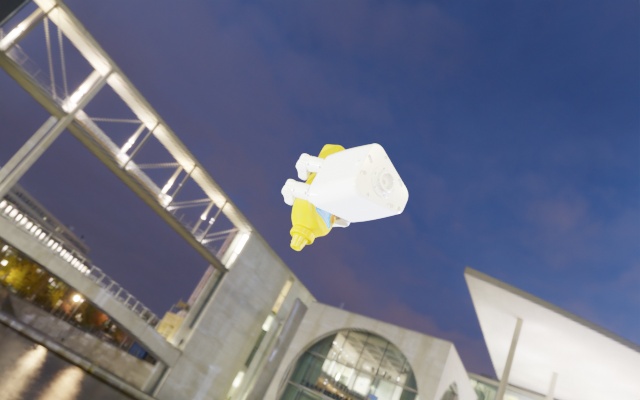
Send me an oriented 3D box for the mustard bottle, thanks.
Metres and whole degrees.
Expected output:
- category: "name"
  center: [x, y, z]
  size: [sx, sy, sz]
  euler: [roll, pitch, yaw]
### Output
- category: "mustard bottle"
  center: [0.000, 0.002, 0.825]
  size: [0.058, 0.191, 0.096]
  euler: [10, -32, 32]
